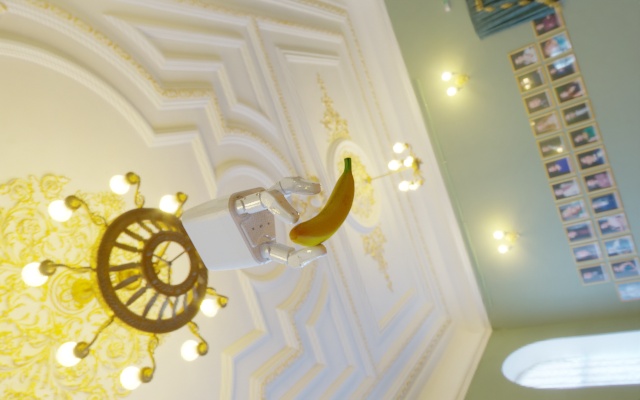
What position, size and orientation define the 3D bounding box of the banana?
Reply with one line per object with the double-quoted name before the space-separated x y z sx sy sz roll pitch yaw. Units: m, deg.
"banana" 0.009 0.016 0.682 0.037 0.070 0.197 -10 29 32
